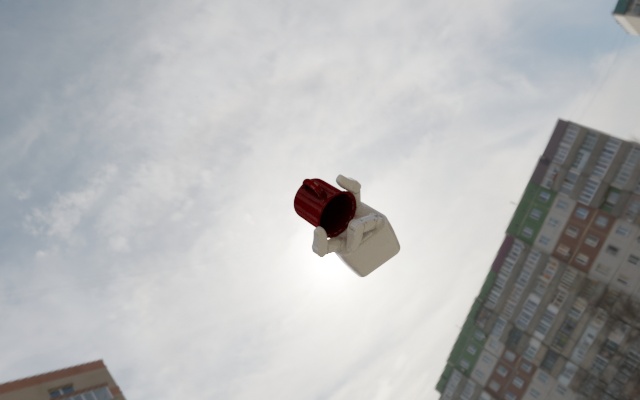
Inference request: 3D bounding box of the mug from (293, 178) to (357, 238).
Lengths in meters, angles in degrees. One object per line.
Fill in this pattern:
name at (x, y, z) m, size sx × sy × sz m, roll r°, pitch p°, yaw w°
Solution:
mug at (-0.001, 0.002, 0.860) m, size 0.081 × 0.093 × 0.117 m, roll 32°, pitch -16°, yaw 40°
